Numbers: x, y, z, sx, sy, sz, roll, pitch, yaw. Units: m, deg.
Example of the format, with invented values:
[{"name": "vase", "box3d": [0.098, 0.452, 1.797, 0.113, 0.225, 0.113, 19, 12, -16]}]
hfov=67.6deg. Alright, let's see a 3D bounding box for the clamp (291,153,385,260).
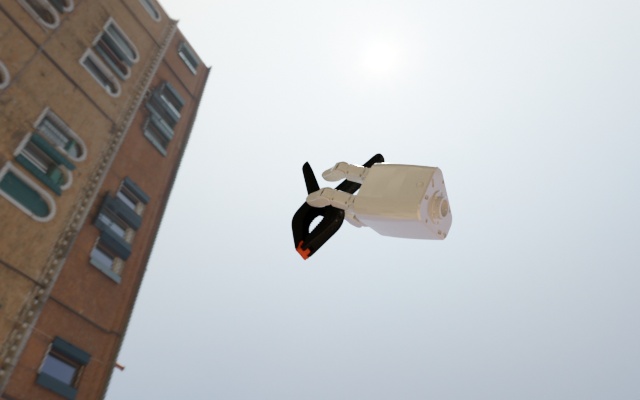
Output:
[{"name": "clamp", "box3d": [0.000, 0.004, 0.791, 0.164, 0.210, 0.036, 3, -38, 41]}]
